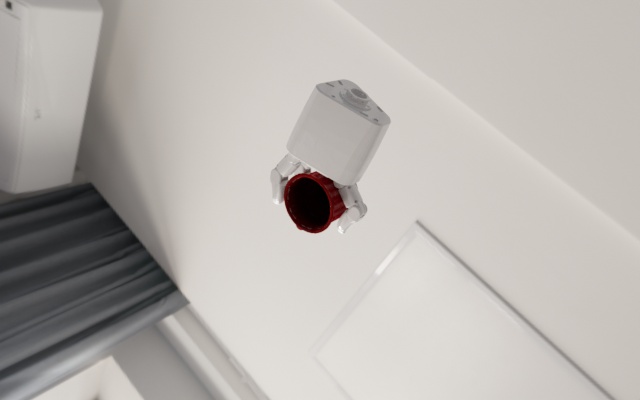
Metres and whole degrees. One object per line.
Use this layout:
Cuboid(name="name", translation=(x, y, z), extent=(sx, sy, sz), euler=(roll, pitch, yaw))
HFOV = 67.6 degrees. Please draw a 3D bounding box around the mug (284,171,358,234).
Cuboid(name="mug", translation=(0.000, 0.003, 0.738), extent=(0.093, 0.117, 0.081), euler=(43, 38, 18))
